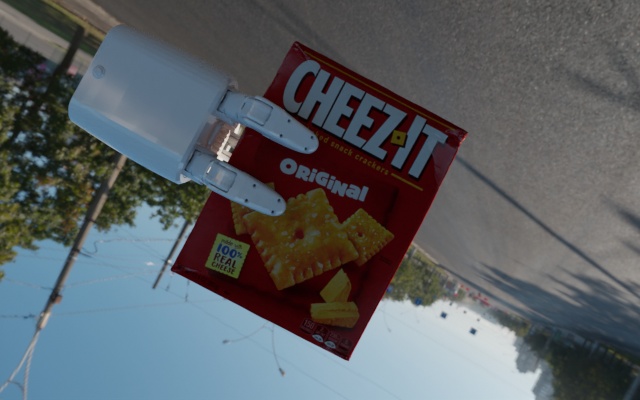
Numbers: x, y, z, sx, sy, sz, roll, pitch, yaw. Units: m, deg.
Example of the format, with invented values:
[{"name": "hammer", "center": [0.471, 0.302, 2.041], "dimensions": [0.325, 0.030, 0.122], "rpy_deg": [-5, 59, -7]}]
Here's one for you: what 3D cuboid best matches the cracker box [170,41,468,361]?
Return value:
[{"name": "cracker box", "center": [0.000, 0.001, 0.409], "dimensions": [0.164, 0.213, 0.072], "rpy_deg": [28, -1, 1]}]
